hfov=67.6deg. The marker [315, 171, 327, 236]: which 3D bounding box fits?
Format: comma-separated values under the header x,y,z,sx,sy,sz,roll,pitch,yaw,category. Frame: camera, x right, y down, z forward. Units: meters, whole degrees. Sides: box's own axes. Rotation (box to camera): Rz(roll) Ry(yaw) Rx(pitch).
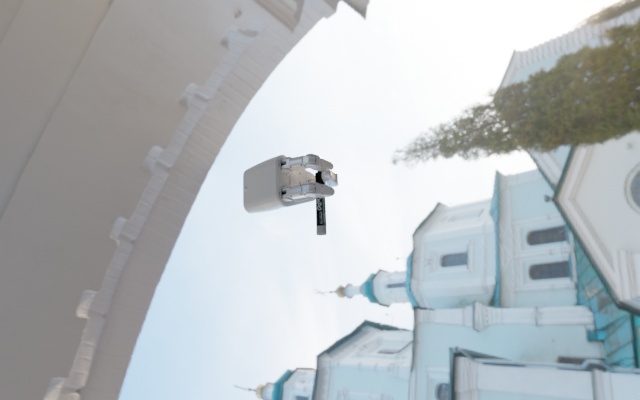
x,y,z,sx,sy,sz,roll,pitch,yaw,category
0.000,0.003,0.869,0.020,0.121,0.020,-2,-14,0,marker
